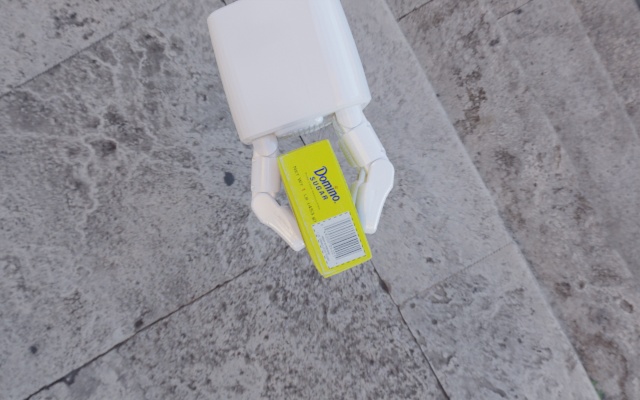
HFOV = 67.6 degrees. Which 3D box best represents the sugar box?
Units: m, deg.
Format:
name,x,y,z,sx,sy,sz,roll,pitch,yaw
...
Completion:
name,x,y,z,sx,sy,sz,roll,pitch,yaw
sugar box,0.001,0.001,0.418,0.048,0.093,0.176,-20,4,1
